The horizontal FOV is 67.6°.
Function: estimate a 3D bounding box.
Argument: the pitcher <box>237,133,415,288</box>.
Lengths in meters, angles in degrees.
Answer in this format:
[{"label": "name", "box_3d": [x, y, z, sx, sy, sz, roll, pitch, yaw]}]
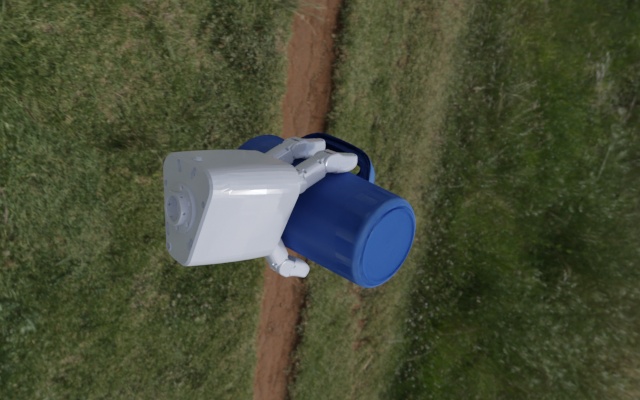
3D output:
[{"label": "pitcher", "box_3d": [0.000, 0.002, 0.600, 0.145, 0.149, 0.242, -2, 21, -45]}]
